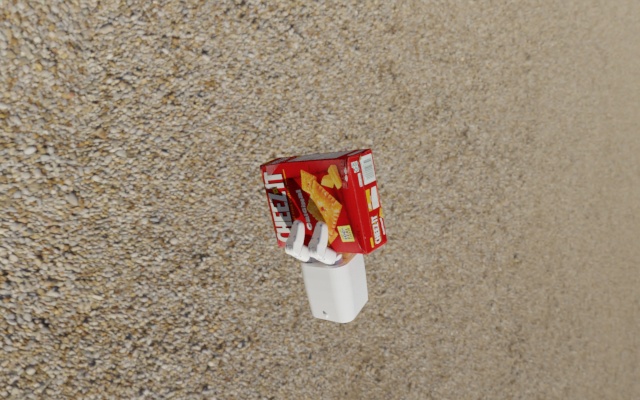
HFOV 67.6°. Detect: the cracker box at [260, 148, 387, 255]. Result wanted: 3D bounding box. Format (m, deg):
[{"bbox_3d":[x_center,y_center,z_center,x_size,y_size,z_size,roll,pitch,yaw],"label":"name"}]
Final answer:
[{"bbox_3d":[0.000,0.003,0.836,0.213,0.164,0.072,-1,16,42],"label":"cracker box"}]
